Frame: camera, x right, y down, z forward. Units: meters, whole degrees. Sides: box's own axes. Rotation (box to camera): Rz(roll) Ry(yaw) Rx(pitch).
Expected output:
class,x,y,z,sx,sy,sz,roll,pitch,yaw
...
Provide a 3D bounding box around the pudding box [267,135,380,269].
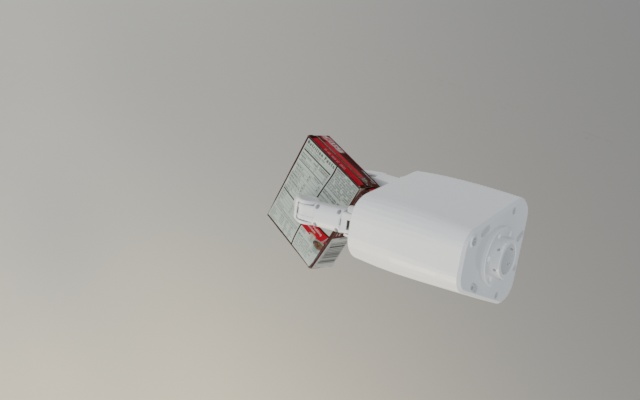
class,x,y,z,sx,sy,sz,roll,pitch,yaw
pudding box,0.000,0.002,0.499,0.039,0.113,0.090,-1,42,-47
